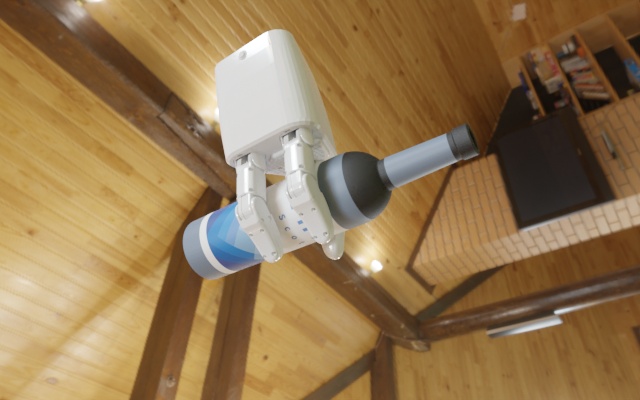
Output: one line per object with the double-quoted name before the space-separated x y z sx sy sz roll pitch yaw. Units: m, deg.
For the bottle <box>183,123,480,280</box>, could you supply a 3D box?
"bottle" 0.000 0.002 0.446 0.296 0.069 0.069 -23 -10 26
